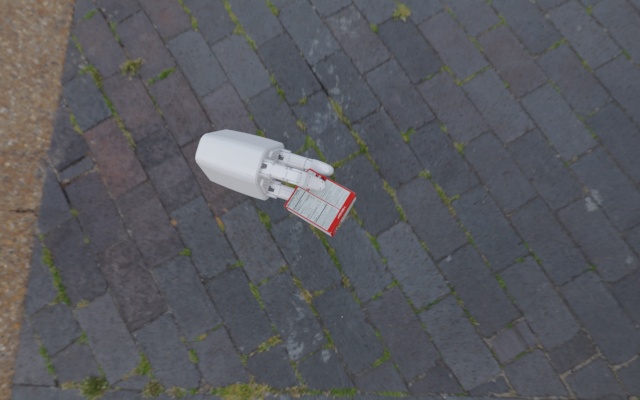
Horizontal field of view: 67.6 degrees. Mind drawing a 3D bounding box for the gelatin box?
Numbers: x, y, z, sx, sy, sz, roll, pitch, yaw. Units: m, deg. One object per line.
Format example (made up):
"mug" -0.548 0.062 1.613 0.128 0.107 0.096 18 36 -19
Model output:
"gelatin box" 0.000 0.002 0.741 0.089 0.073 0.030 29 -9 15
